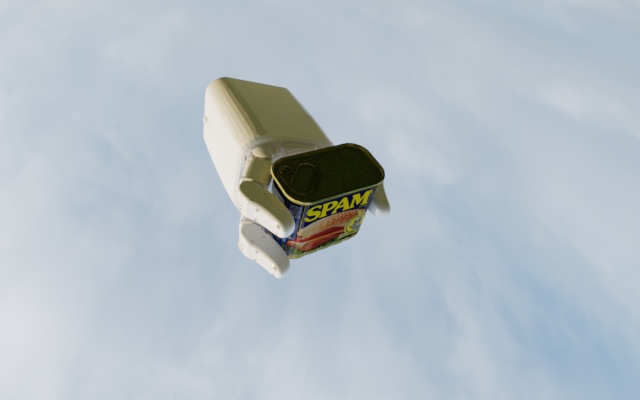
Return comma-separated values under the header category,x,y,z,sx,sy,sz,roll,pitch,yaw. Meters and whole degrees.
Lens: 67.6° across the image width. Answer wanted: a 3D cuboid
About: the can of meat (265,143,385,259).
category,x,y,z,sx,sy,sz,roll,pitch,yaw
can of meat,0.000,0.002,0.449,0.102,0.057,0.084,-16,-36,-28
